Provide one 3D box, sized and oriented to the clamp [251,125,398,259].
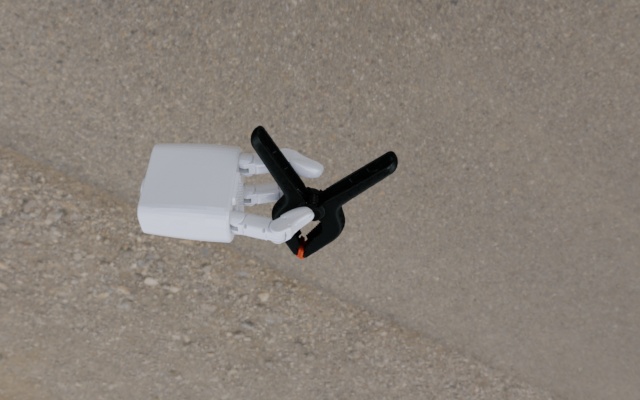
[{"bbox_3d":[0.000,0.003,0.589,0.164,0.036,0.210,7,-43,2],"label":"clamp"}]
